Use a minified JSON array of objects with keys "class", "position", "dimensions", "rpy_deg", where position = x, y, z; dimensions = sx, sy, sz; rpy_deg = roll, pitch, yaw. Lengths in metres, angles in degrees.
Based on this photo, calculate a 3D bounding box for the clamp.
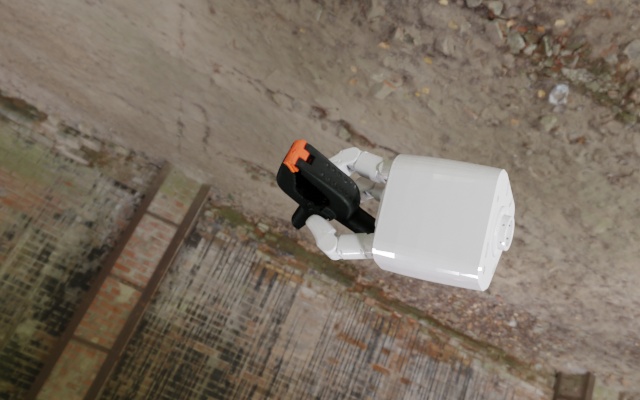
[{"class":"clamp","position":[0.000,0.002,0.539],"dimensions":[0.164,0.036,0.210],"rpy_deg":[11,-24,33]}]
